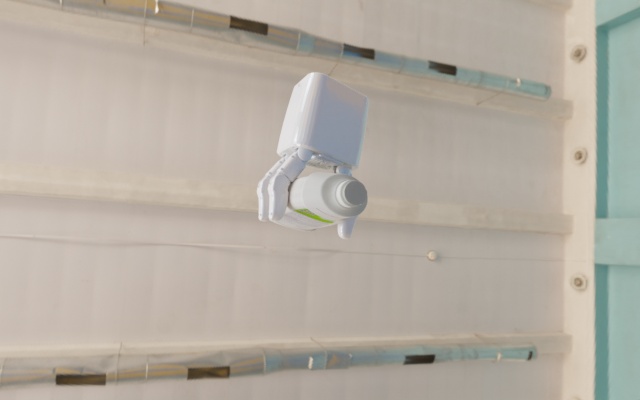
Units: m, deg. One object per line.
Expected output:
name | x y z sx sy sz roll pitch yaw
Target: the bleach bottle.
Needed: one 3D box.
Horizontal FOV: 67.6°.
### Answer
bleach bottle | 0.000 0.002 0.646 0.102 0.068 0.251 16 -9 -20
